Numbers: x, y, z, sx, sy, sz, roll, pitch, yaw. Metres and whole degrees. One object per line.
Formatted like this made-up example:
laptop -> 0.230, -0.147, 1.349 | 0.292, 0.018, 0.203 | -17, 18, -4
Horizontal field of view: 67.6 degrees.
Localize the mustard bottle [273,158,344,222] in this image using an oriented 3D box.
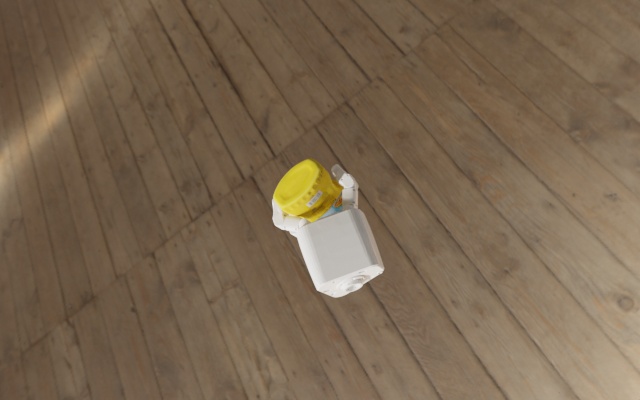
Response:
mustard bottle -> 0.000, 0.002, 0.847 | 0.058, 0.096, 0.192 | 43, 2, 32
